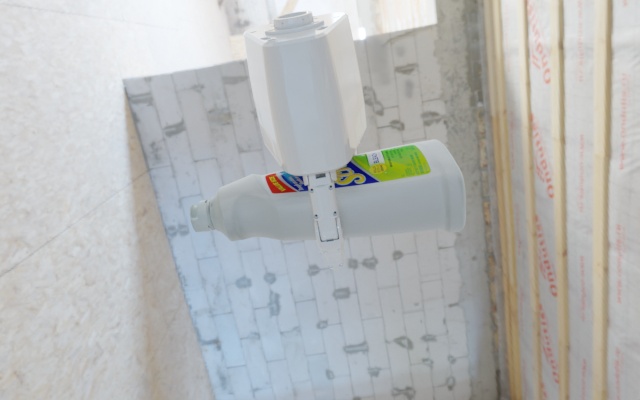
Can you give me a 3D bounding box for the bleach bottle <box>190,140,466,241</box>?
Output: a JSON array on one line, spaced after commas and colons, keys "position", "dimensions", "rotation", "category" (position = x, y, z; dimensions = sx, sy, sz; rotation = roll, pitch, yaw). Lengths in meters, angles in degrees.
[{"position": [0.000, 0.001, 0.457], "dimensions": [0.251, 0.068, 0.102], "rotation": [-9, 30, 2], "category": "bleach bottle"}]
